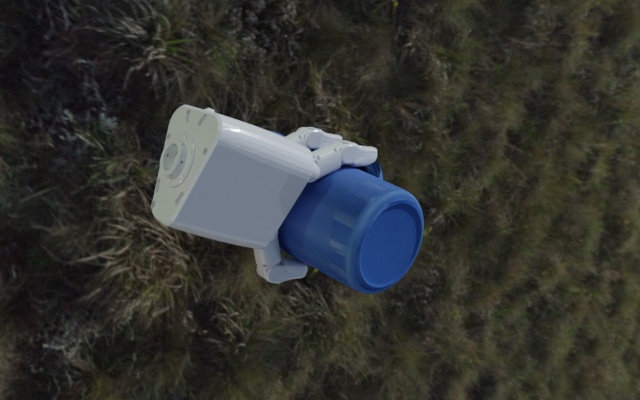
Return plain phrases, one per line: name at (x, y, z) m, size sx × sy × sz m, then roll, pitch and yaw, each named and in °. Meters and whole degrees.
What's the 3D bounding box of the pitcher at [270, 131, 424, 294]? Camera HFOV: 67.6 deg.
pitcher at (0.000, 0.002, 0.544) m, size 0.145 × 0.149 × 0.242 m, roll 18°, pitch 5°, yaw -44°
